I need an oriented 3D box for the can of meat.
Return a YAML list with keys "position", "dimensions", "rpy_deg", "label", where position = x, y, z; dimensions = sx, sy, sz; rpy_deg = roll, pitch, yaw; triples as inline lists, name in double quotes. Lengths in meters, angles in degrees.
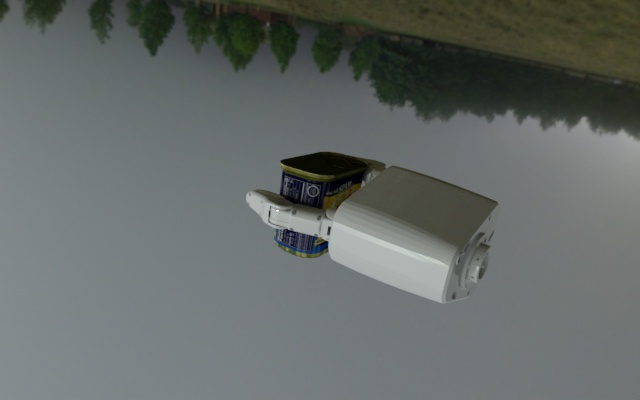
- position: [0.000, 0.002, 0.477]
  dimensions: [0.057, 0.084, 0.102]
  rpy_deg: [19, 20, 28]
  label: "can of meat"
